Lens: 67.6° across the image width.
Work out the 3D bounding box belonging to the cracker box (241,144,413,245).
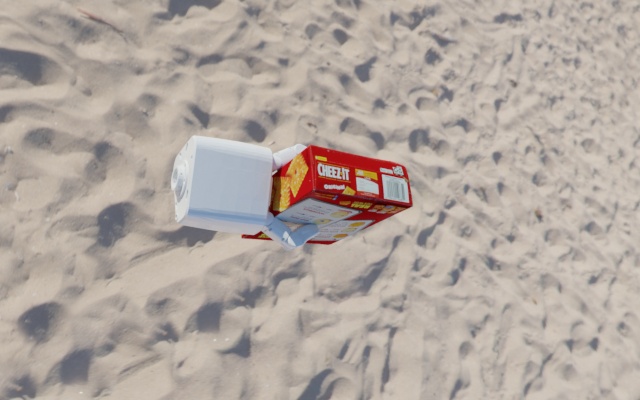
[{"bbox_3d":[0.000,0.002,0.697,0.164,0.072,0.214,8,-23,-32],"label":"cracker box"}]
